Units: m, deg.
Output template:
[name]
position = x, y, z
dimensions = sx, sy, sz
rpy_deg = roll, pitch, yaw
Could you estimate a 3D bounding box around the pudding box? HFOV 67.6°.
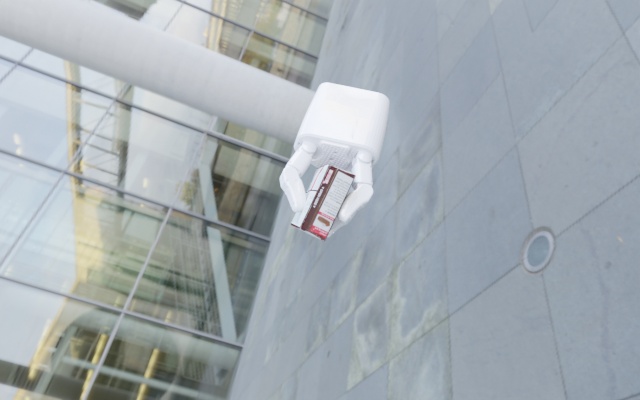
[pudding box]
position = 0.000, 0.002, 0.622
dimensions = 0.039, 0.090, 0.113
rpy_deg = 25, -3, -7
